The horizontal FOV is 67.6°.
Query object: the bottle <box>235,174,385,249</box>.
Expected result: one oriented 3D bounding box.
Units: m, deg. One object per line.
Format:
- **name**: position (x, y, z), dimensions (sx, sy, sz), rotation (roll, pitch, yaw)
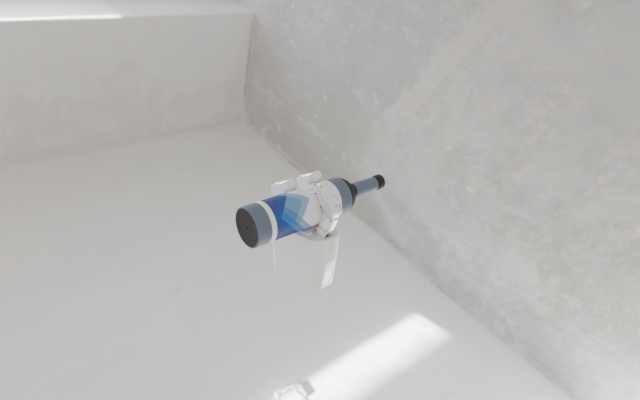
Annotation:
- **bottle**: position (0.000, 0.003, 0.809), dimensions (0.295, 0.069, 0.069), rotation (-19, 12, -36)
